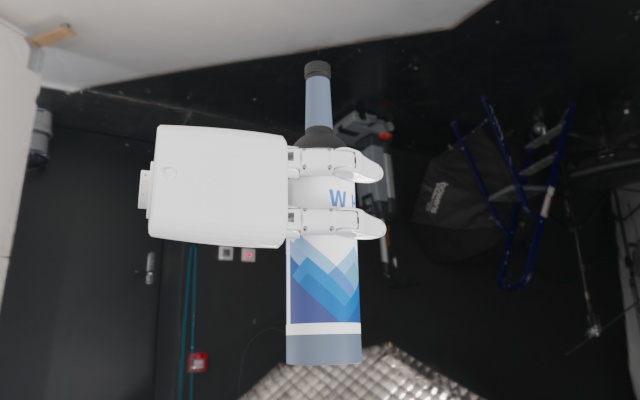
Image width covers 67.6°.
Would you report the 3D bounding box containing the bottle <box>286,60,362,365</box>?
[{"bbox_3d":[0.000,0.002,0.459,0.069,0.295,0.069,-1,-16,0],"label":"bottle"}]
